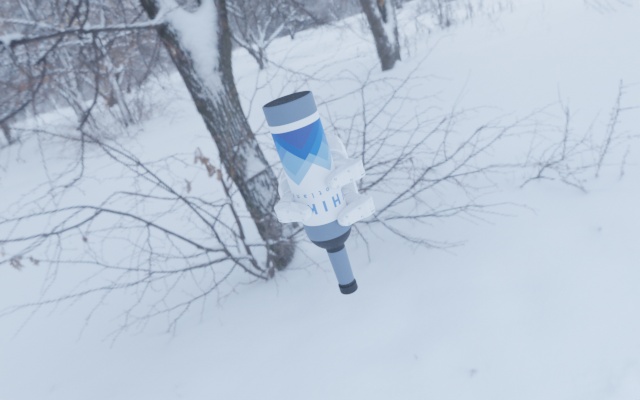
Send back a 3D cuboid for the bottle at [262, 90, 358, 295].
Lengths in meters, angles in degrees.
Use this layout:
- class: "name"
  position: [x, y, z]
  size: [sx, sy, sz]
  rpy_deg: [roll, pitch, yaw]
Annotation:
- class: "bottle"
  position: [0.000, 0.002, 0.656]
  size: [0.069, 0.296, 0.069]
  rpy_deg: [-16, 22, 6]
